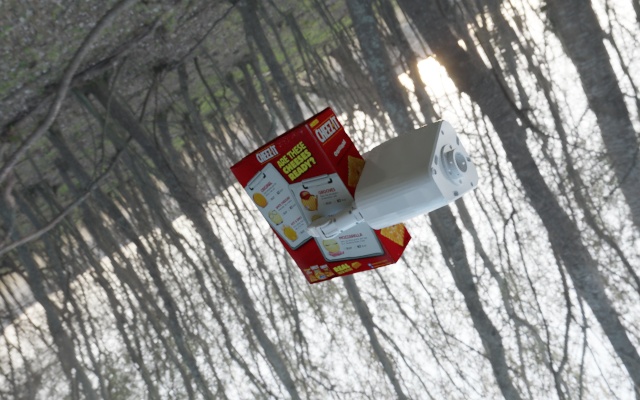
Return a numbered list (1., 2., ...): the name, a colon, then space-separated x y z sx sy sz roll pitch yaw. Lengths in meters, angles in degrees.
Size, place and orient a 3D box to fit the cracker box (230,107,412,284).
1. cracker box: 0.000 0.002 0.660 0.164 0.214 0.072 -22 16 41
